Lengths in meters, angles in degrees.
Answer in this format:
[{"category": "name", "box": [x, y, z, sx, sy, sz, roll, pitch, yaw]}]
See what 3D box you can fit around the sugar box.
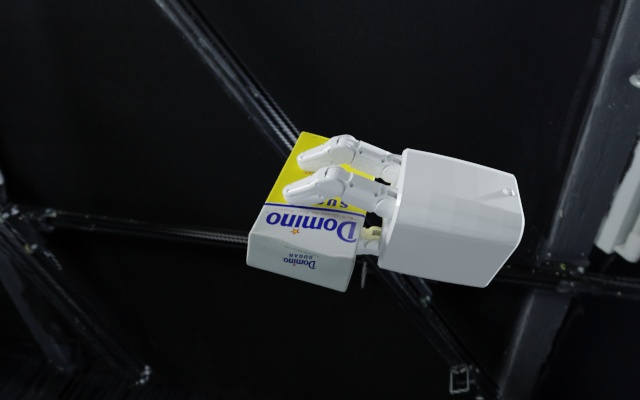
[{"category": "sugar box", "box": [0.000, 0.001, 0.469, 0.093, 0.048, 0.176, 15, 37, 3]}]
